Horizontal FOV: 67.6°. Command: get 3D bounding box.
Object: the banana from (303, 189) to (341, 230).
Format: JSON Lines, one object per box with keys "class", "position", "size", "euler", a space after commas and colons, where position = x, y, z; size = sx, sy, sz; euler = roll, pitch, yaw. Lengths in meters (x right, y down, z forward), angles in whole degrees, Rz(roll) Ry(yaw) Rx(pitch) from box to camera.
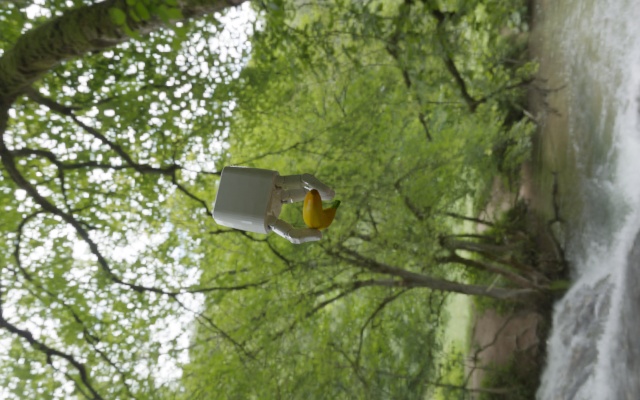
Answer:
{"class": "banana", "position": [-0.004, 0.021, 0.866], "size": [0.037, 0.069, 0.198], "euler": [15, -1, 13]}
